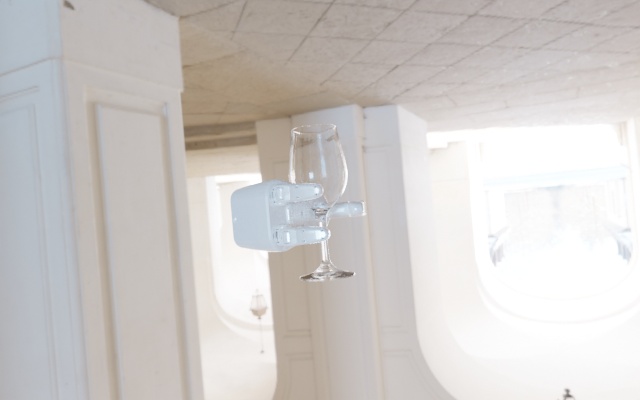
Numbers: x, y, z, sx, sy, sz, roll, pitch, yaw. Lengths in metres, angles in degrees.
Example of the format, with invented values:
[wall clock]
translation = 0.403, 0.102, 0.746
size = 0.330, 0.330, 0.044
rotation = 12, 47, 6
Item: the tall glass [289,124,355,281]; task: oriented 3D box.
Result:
[tall glass]
translation = 0.000, 0.003, 0.639
size = 0.079, 0.201, 0.079
rotation = -5, -1, 0
